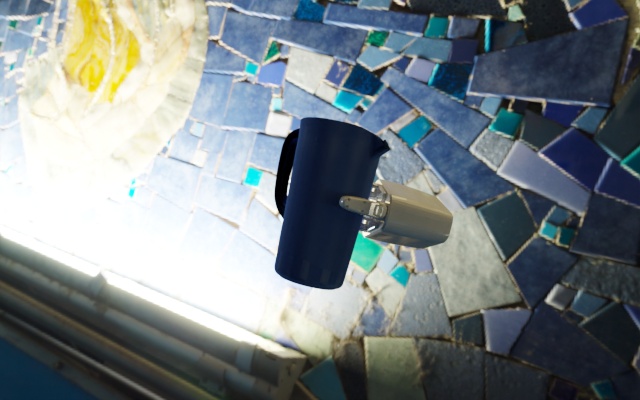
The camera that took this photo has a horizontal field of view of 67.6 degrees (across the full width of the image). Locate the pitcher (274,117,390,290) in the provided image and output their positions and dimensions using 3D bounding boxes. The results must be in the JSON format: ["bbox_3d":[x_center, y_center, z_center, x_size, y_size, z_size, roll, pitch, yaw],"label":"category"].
[{"bbox_3d":[0.000,0.002,0.727,0.145,0.243,0.149,14,-1,-10],"label":"pitcher"}]
